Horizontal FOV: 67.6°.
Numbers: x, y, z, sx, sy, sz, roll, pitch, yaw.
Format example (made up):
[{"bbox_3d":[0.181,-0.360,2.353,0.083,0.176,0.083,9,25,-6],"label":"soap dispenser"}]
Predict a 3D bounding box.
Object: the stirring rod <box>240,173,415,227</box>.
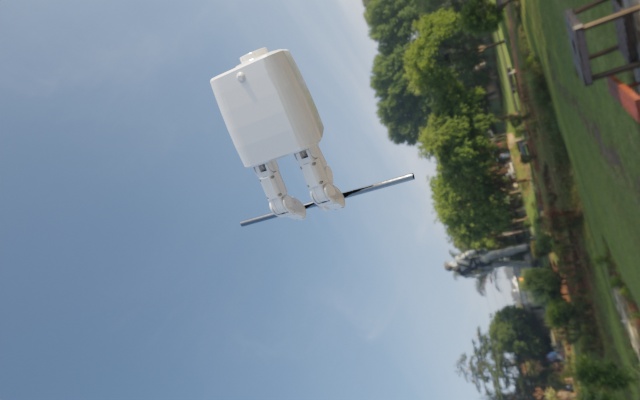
[{"bbox_3d":[0.000,0.002,0.591,0.239,0.011,0.011,-16,-7,25],"label":"stirring rod"}]
